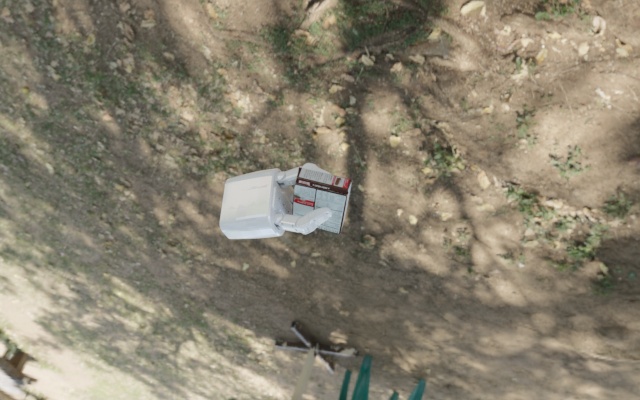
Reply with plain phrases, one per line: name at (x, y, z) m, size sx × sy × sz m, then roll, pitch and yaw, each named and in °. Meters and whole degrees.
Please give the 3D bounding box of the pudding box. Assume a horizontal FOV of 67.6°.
pudding box at (0.000, 0.003, 0.795) m, size 0.090 × 0.039 × 0.114 m, roll 13°, pitch -36°, yaw 4°
